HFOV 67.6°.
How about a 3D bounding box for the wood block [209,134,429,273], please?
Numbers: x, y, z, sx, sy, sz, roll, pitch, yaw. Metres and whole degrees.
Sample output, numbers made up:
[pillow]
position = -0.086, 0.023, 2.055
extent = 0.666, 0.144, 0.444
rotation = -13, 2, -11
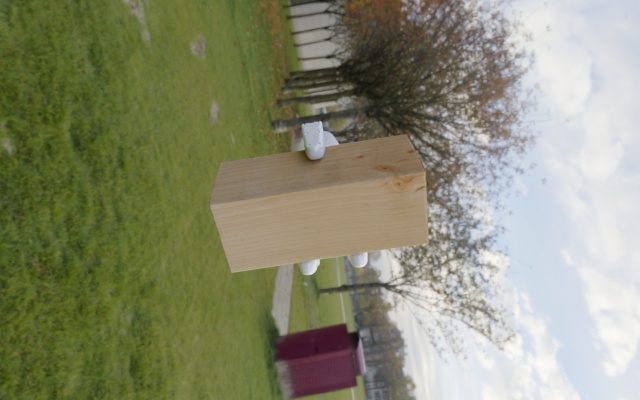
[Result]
[wood block]
position = 0.000, 0.001, 0.504
extent = 0.206, 0.091, 0.090
rotation = -9, 31, 2
